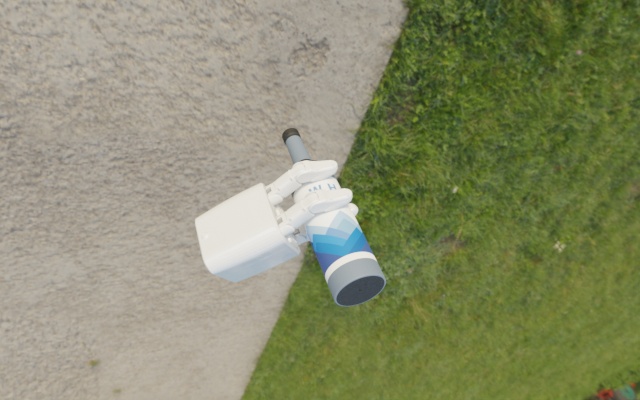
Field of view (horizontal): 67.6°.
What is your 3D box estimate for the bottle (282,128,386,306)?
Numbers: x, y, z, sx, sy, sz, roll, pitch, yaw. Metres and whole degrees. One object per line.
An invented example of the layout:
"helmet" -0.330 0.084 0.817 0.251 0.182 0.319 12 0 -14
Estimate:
"bottle" 0.000 0.002 0.658 0.069 0.295 0.069 -15 -39 -12
